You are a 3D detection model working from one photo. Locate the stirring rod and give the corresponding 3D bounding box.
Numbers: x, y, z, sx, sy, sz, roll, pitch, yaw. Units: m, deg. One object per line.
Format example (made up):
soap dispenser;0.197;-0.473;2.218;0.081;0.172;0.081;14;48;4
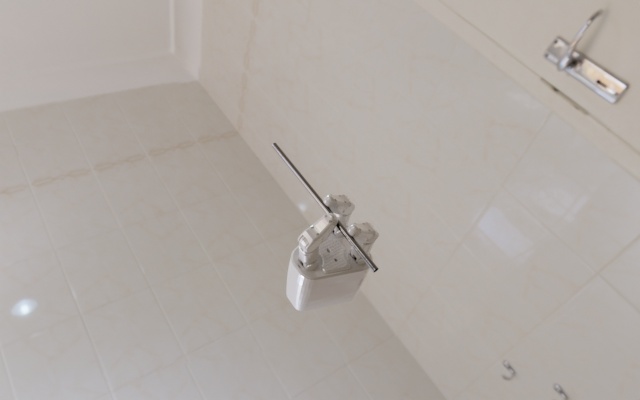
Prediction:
stirring rod;0.000;0.002;0.634;0.011;0.011;0.239;0;43;-50
